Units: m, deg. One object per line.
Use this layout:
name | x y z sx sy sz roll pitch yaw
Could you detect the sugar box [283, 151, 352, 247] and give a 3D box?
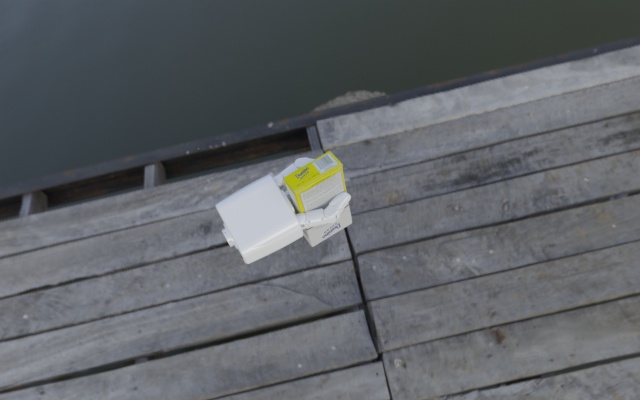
sugar box | 0.000 0.002 0.828 0.093 0.048 0.176 -30 -31 -12
